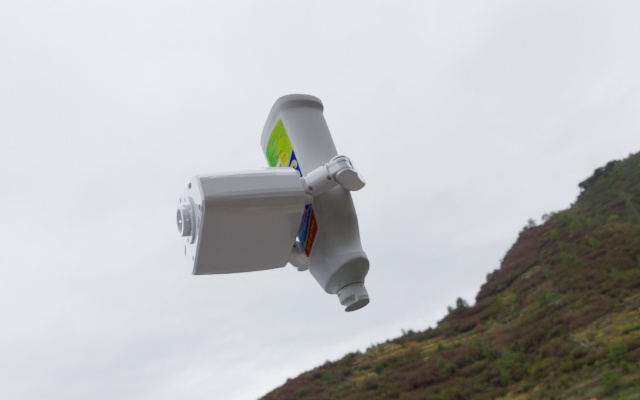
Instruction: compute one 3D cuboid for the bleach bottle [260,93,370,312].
[{"bbox_3d":[0.000,0.002,0.543,0.068,0.250,0.103,-4,-34,-29],"label":"bleach bottle"}]
